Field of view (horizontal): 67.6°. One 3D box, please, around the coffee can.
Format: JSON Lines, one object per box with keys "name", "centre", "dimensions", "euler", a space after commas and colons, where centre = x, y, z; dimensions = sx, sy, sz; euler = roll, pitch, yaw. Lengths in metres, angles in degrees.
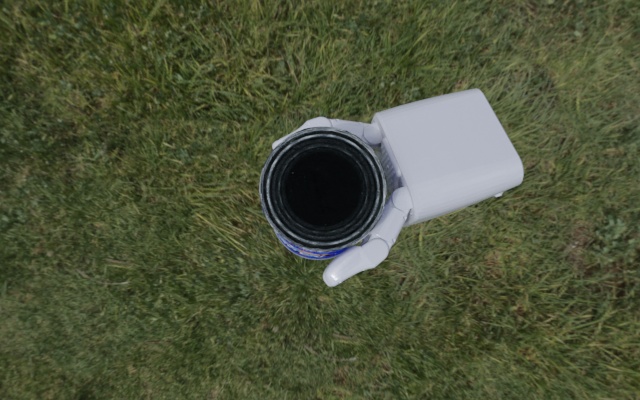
{"name": "coffee can", "centre": [0.000, 0.001, 0.447], "dimensions": [0.103, 0.103, 0.140], "euler": [0, -9, -2]}
